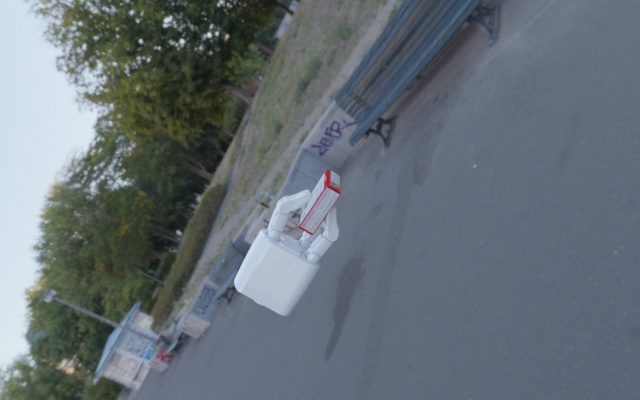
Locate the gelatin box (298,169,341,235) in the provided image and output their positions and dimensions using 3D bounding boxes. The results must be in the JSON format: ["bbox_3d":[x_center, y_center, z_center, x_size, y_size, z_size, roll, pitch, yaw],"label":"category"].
[{"bbox_3d":[0.000,0.002,0.772,0.030,0.089,0.073,29,22,-10],"label":"gelatin box"}]
